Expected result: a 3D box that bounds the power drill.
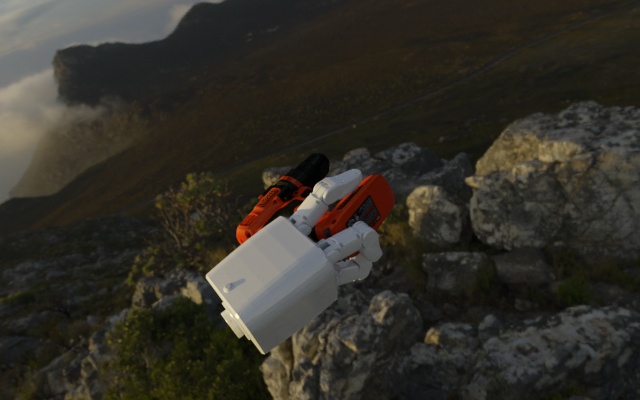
[{"bbox_3d":[0.000,0.002,0.619,0.187,0.057,0.184,4,46,47],"label":"power drill"}]
